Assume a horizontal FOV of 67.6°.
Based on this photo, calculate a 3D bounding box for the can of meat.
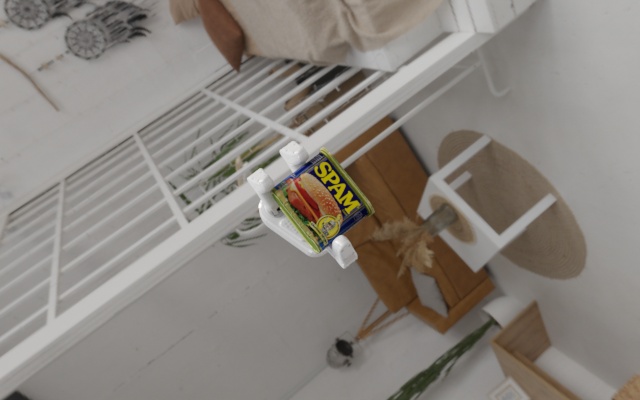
[{"bbox_3d":[0.000,0.002,0.582,0.084,0.102,0.057,-38,-4,-10],"label":"can of meat"}]
